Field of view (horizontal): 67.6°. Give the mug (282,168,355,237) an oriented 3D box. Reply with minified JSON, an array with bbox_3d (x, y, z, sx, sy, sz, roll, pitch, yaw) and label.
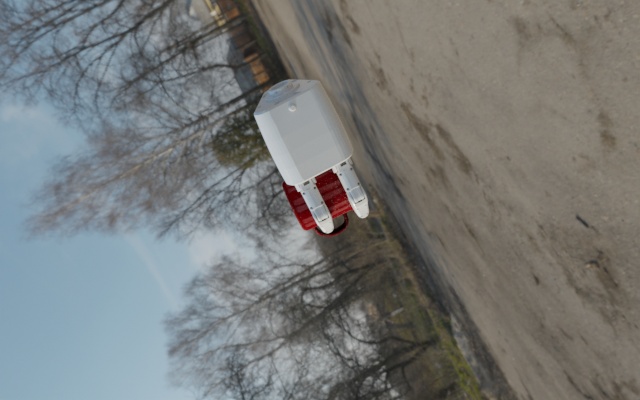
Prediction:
[{"bbox_3d":[0.000,0.004,0.710,0.081,0.117,0.093,-26,24,0],"label":"mug"}]
